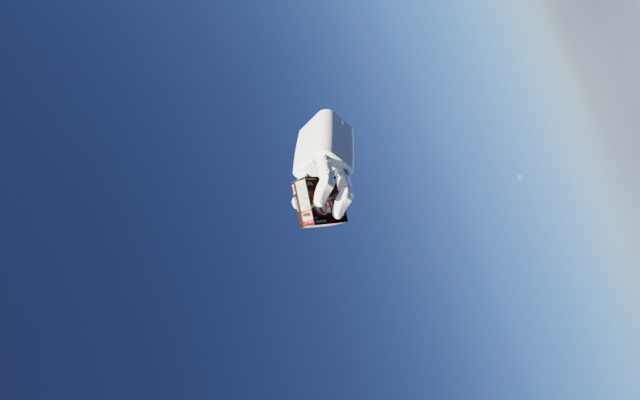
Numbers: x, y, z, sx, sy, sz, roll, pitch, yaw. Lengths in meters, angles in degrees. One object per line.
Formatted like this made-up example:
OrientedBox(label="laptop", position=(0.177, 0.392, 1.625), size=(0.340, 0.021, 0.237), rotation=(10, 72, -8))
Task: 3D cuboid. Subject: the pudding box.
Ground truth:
OrientedBox(label="pudding box", position=(0.000, 0.003, 0.883), size=(0.039, 0.090, 0.113), rotation=(-18, -9, 37))
